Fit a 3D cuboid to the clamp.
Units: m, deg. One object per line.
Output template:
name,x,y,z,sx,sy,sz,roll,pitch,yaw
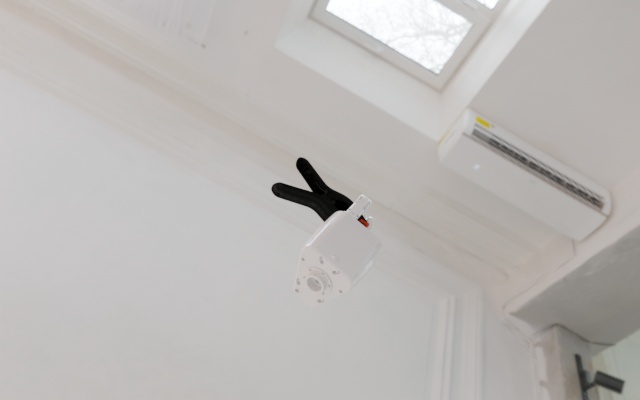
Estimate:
clamp,0.000,0.003,0.790,0.171,0.039,0.120,40,41,8
